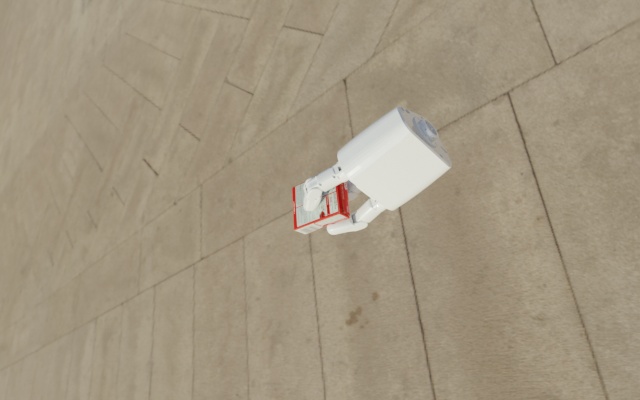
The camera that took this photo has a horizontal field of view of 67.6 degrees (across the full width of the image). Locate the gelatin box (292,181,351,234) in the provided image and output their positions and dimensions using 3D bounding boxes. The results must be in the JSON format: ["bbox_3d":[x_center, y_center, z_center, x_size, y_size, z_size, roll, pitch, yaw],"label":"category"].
[{"bbox_3d":[0.000,0.002,0.711,0.089,0.073,0.030,-22,-31,32],"label":"gelatin box"}]
